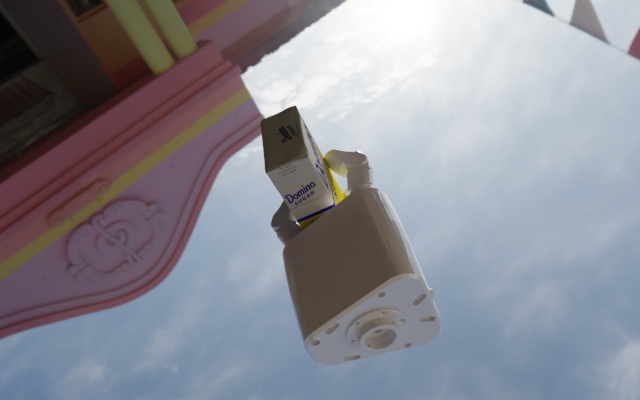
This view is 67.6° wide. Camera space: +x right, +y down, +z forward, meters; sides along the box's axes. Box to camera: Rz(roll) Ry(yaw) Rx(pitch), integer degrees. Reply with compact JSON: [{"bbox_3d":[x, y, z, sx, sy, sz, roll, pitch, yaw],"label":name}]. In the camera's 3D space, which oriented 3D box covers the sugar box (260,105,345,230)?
[{"bbox_3d":[0.001,0.002,0.480,0.048,0.176,0.093,-22,39,7],"label":"sugar box"}]
